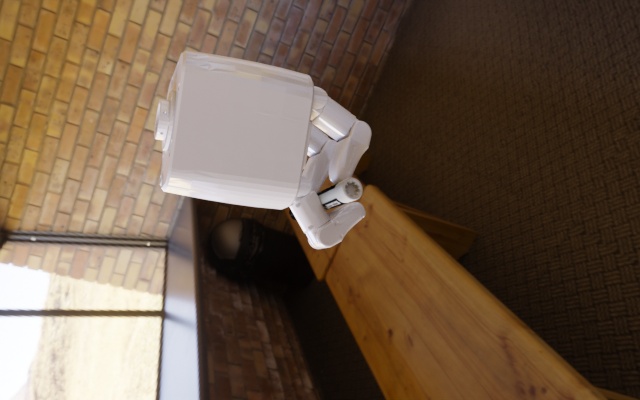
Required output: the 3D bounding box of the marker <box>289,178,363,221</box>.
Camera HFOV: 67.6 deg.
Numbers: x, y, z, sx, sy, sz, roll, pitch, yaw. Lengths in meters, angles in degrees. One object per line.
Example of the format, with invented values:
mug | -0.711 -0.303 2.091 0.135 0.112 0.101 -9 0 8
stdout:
marker | 0.000 0.001 0.437 0.020 0.020 0.121 0 -10 -26
